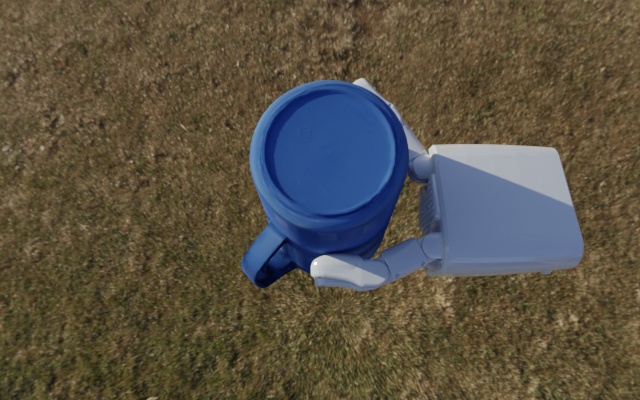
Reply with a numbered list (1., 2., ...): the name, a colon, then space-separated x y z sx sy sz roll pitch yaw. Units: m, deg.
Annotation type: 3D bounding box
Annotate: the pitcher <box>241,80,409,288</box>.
1. pitcher: 0.000 0.001 0.427 0.145 0.149 0.243 1 -13 1
